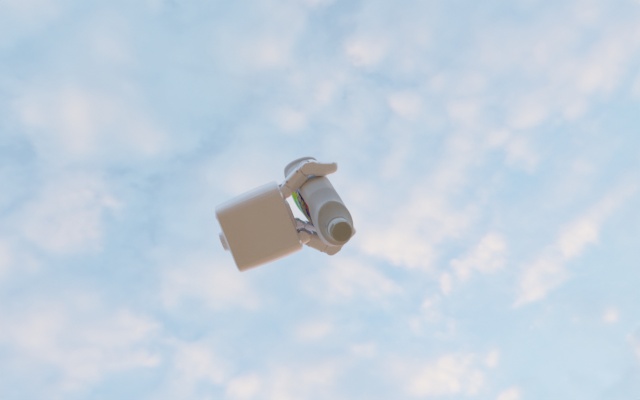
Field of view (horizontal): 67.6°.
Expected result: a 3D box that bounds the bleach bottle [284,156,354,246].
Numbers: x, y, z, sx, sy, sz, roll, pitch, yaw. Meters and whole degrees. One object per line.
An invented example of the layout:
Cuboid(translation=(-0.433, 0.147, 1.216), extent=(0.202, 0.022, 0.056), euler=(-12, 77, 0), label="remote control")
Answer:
Cuboid(translation=(0.000, 0.003, 0.751), extent=(0.068, 0.102, 0.250), euler=(-21, 18, -6), label="bleach bottle")
